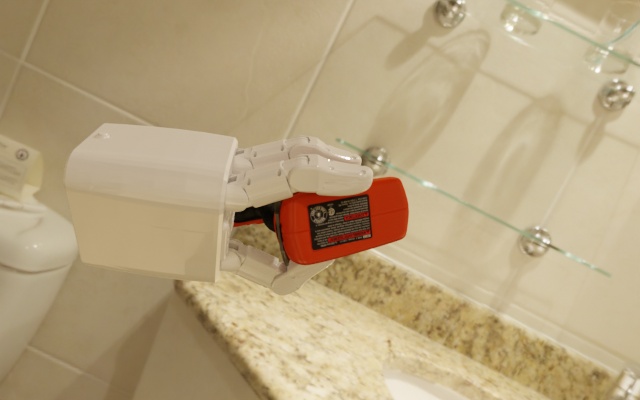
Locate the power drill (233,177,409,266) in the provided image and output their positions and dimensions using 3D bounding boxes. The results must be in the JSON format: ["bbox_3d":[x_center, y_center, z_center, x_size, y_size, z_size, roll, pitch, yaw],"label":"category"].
[{"bbox_3d":[0.000,0.002,0.445,0.184,0.057,0.187,-13,11,-22],"label":"power drill"}]
